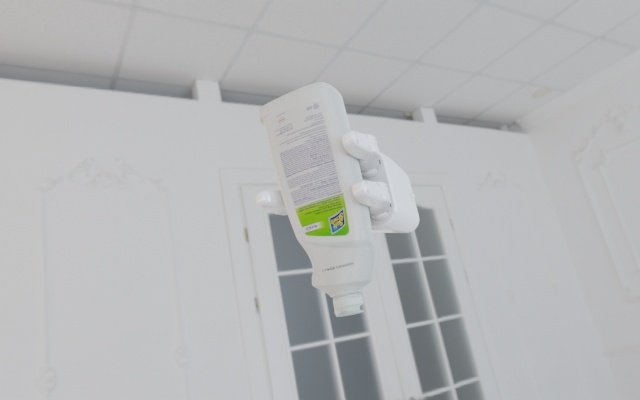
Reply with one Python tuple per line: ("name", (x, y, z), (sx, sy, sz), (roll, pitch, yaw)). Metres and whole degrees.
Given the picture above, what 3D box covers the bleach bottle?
("bleach bottle", (0.000, 0.002, 0.529), (0.102, 0.250, 0.068), (-19, -18, 25))
